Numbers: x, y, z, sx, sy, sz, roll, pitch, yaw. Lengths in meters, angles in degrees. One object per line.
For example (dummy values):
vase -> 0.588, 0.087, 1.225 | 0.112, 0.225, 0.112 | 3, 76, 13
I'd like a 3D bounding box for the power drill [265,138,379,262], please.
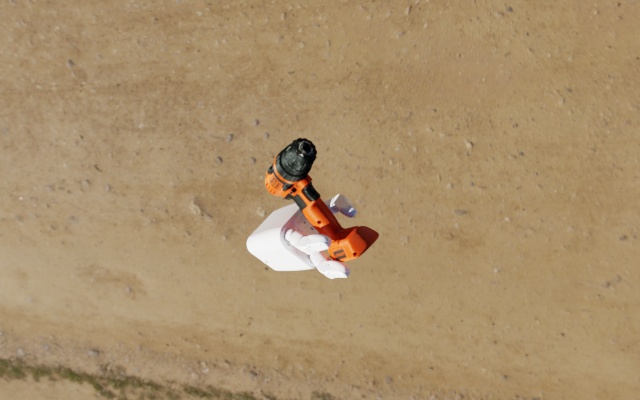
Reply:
power drill -> 0.000, 0.003, 0.705 | 0.057, 0.187, 0.184 | -41, 1, -20
